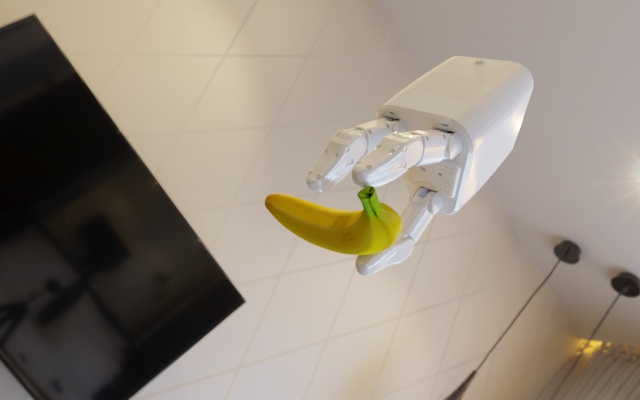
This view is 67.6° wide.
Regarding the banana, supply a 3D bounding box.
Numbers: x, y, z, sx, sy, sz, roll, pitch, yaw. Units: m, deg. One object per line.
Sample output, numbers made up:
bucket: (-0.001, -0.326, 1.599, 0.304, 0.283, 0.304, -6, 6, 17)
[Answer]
banana: (0.012, 0.016, 0.412, 0.037, 0.070, 0.198, -41, 16, -23)
